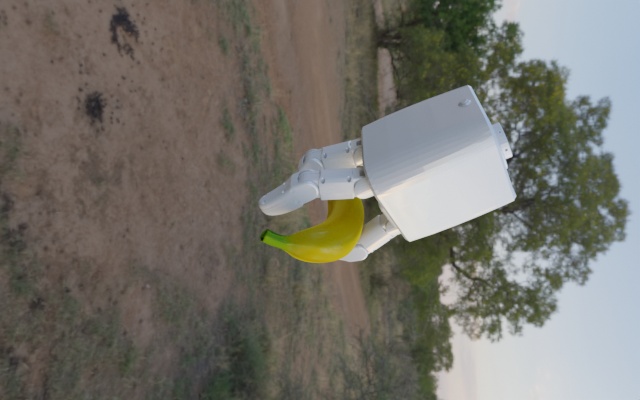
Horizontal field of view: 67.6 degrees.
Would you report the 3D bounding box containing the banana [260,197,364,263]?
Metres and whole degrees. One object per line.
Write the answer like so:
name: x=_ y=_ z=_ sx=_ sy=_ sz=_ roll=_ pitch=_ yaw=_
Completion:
banana: x=0.012 y=0.016 z=0.470 sx=0.037 sy=0.069 sz=0.197 roll=-45 pitch=-1 yaw=25
